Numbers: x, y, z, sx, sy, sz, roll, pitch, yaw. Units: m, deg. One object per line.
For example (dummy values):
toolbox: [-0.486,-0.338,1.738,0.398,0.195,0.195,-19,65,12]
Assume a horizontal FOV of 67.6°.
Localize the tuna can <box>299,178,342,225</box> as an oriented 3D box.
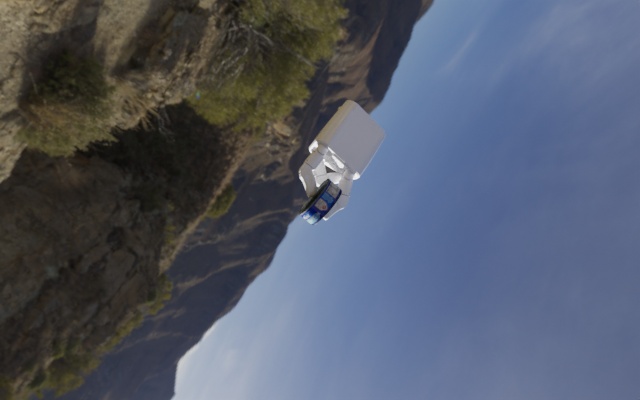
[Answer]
tuna can: [0.001,0.003,0.867,0.034,0.086,0.086,40,-7,-8]
